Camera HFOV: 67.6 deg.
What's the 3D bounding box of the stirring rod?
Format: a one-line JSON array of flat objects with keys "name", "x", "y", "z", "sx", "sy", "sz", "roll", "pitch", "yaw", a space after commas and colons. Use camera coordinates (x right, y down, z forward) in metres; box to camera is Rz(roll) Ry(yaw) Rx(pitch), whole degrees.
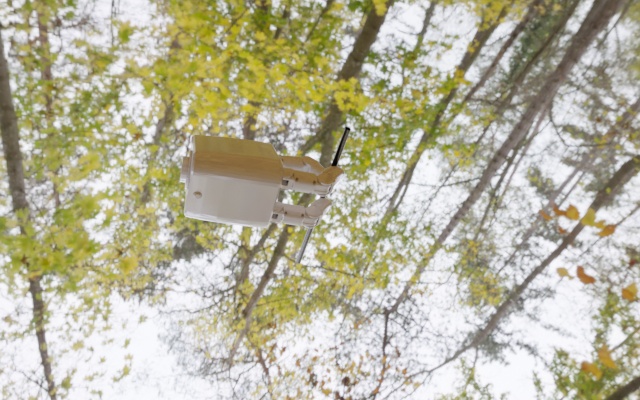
[{"name": "stirring rod", "x": 0.000, "y": 0.002, "z": 0.668, "sx": 0.011, "sy": 0.240, "sz": 0.011, "roll": 13, "pitch": 36, "yaw": -10}]
